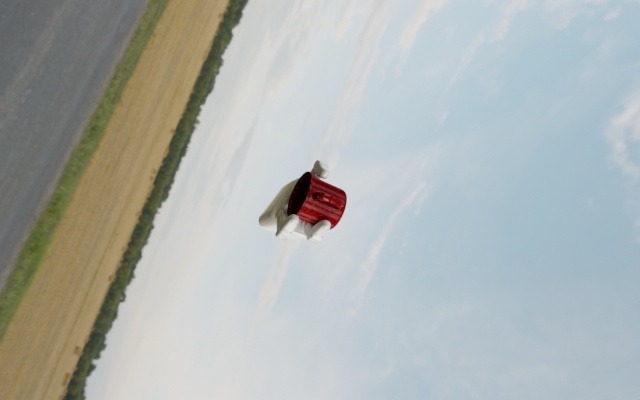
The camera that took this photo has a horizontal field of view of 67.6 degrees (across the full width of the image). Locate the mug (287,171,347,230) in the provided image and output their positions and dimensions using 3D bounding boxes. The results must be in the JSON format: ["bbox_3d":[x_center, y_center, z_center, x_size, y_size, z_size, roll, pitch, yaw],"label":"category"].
[{"bbox_3d":[0.001,0.003,0.867,0.081,0.093,0.117,23,-15,-20],"label":"mug"}]
